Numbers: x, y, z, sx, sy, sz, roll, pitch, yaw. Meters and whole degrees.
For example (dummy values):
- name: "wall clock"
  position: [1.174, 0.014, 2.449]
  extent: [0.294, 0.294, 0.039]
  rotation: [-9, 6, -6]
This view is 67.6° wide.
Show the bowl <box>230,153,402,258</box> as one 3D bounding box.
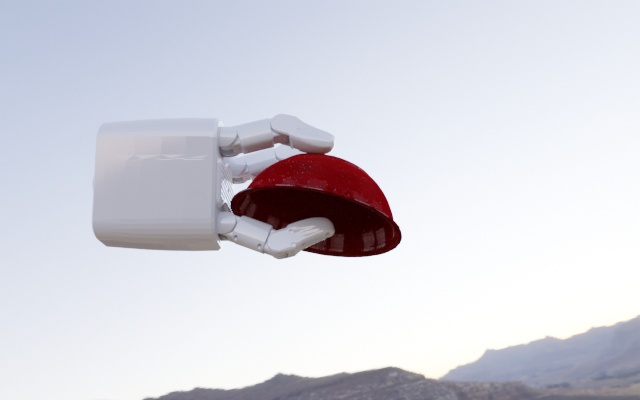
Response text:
- name: "bowl"
  position: [0.001, 0.001, 0.455]
  extent: [0.162, 0.055, 0.162]
  rotation: [10, -24, 5]
